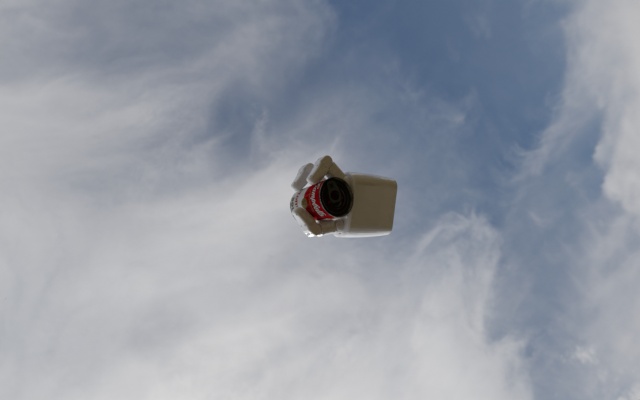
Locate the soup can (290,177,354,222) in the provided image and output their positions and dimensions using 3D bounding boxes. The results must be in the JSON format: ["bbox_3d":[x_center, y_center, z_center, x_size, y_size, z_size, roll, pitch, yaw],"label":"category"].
[{"bbox_3d":[0.000,0.003,0.824,0.068,0.068,0.102,0,-10,-33],"label":"soup can"}]
